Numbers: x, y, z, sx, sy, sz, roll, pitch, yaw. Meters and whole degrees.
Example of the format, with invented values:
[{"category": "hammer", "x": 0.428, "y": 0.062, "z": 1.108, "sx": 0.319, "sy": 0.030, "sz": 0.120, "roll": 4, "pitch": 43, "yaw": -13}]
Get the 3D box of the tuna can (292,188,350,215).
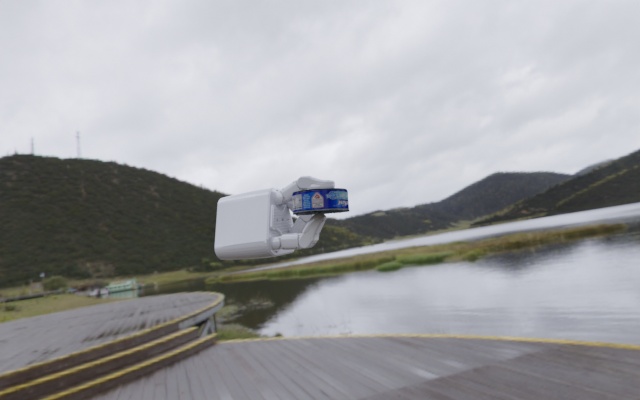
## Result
[{"category": "tuna can", "x": 0.000, "y": 0.002, "z": 0.719, "sx": 0.086, "sy": 0.033, "sz": 0.086, "roll": -3, "pitch": -4, "yaw": 0}]
